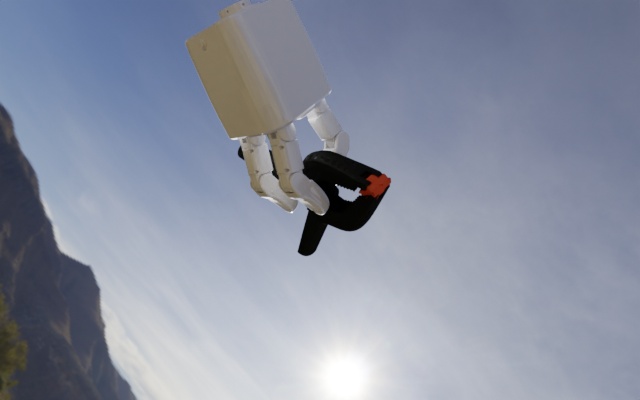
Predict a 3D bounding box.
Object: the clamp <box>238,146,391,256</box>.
[{"bbox_3d":[0.001,0.001,0.531,0.036,0.165,0.210,-41,25,-31],"label":"clamp"}]
